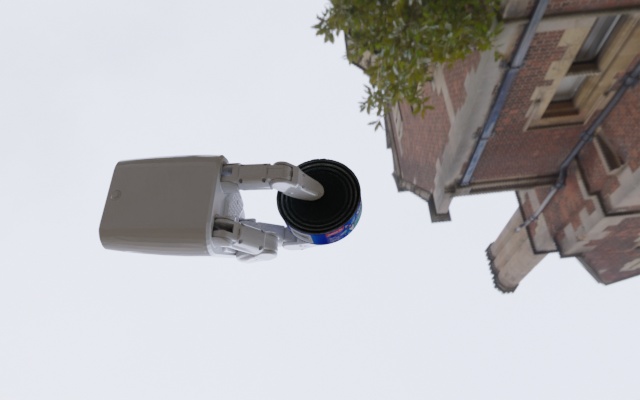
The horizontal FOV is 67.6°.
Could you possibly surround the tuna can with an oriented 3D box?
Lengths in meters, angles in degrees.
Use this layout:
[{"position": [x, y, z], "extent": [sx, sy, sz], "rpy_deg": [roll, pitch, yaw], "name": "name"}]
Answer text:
[{"position": [0.000, 0.002, 0.490], "extent": [0.086, 0.086, 0.034], "rpy_deg": [0, -28, 10], "name": "tuna can"}]
